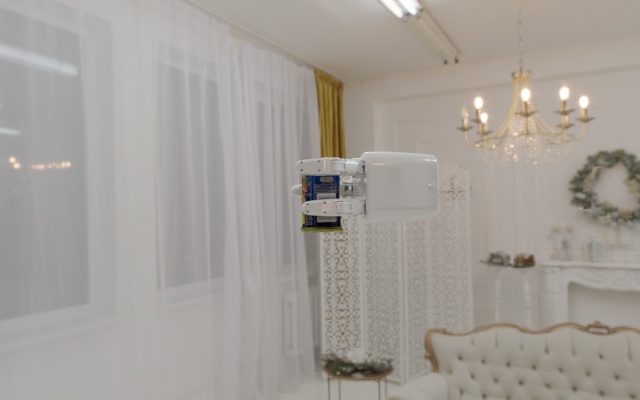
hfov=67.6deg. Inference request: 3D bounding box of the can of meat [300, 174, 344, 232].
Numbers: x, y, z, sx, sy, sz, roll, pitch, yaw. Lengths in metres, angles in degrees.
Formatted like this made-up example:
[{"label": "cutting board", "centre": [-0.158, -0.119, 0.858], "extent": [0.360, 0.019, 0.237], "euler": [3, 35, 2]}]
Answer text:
[{"label": "can of meat", "centre": [0.000, 0.002, 0.692], "extent": [0.057, 0.084, 0.102], "euler": [-1, -1, -5]}]
